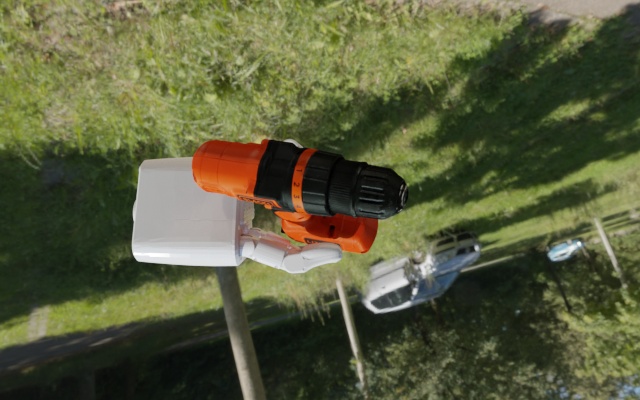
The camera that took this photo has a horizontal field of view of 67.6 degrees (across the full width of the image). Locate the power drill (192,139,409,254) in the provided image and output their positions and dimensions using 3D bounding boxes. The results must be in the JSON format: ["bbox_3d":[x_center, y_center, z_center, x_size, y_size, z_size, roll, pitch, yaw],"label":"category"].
[{"bbox_3d":[0.000,0.002,0.446,0.184,0.057,0.188,12,-14,21],"label":"power drill"}]
